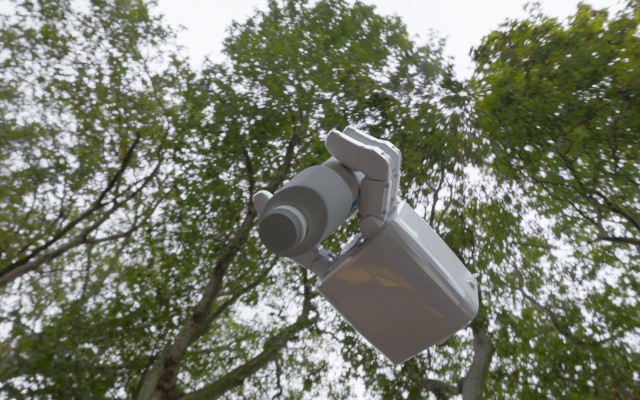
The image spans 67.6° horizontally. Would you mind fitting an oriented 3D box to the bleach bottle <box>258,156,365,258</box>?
[{"bbox_3d":[0.000,0.001,0.446,0.102,0.068,0.250,-44,-3,20],"label":"bleach bottle"}]
